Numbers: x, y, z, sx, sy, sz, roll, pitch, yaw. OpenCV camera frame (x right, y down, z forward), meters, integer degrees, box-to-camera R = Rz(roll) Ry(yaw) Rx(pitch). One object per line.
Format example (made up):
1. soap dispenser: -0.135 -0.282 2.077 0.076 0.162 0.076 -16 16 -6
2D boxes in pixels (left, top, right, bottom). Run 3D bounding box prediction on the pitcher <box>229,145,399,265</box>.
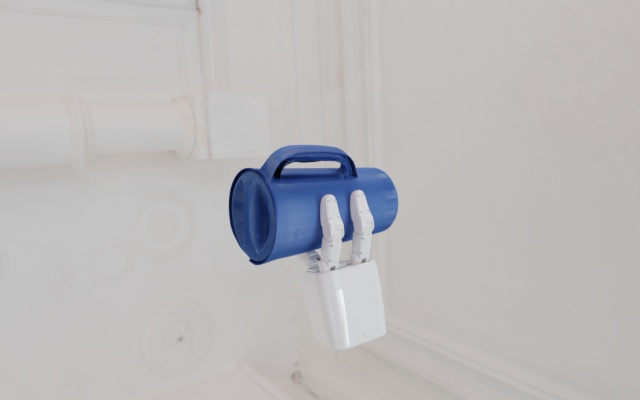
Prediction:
1. pitcher: 0.000 0.003 0.705 0.243 0.145 0.149 -8 -6 -36
